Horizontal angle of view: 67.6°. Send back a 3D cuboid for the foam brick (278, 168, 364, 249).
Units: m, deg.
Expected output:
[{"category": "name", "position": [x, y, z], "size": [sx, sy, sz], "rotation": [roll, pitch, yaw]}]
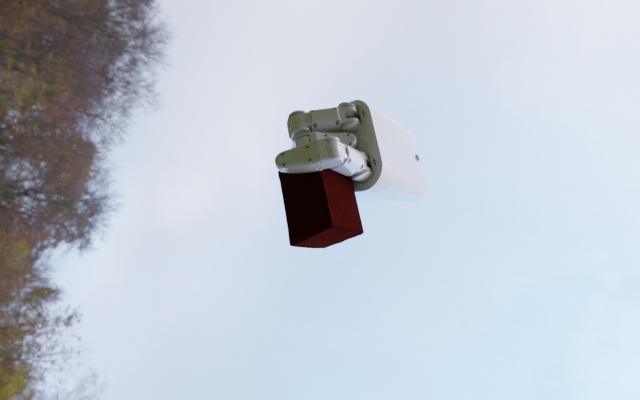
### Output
[{"category": "foam brick", "position": [0.000, 0.002, 0.454], "size": [0.053, 0.078, 0.051], "rotation": [-24, -24, 33]}]
